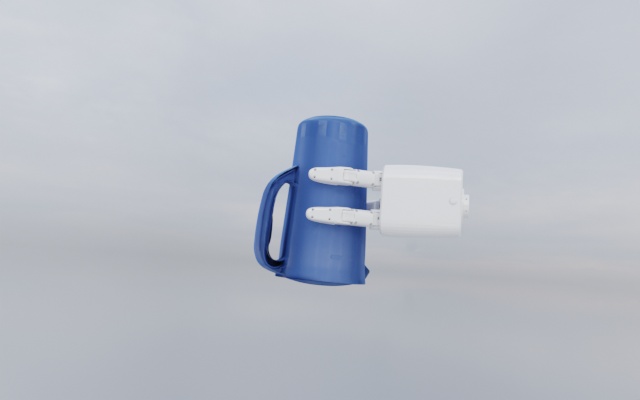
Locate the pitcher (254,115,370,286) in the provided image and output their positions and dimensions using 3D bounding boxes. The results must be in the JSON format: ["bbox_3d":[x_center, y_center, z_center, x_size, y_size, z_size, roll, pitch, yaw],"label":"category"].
[{"bbox_3d":[0.000,0.002,0.706,0.145,0.243,0.149,2,-8,17],"label":"pitcher"}]
